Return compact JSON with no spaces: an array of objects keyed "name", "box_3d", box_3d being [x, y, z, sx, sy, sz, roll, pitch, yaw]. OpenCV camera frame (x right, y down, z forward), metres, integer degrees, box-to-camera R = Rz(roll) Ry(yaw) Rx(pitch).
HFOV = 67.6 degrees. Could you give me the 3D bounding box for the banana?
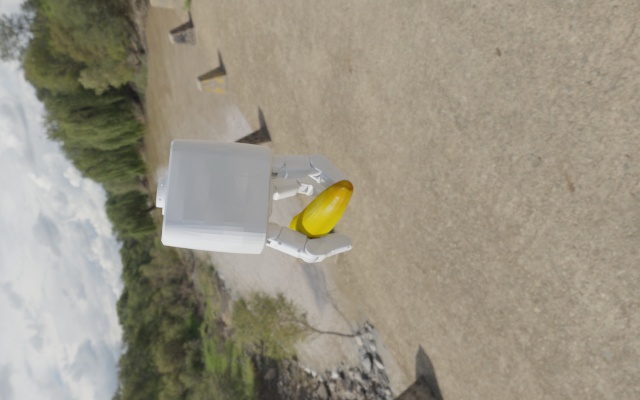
[{"name":"banana","box_3d":[-0.008,0.019,0.556,0.037,0.069,0.198,26,-10,-7]}]
